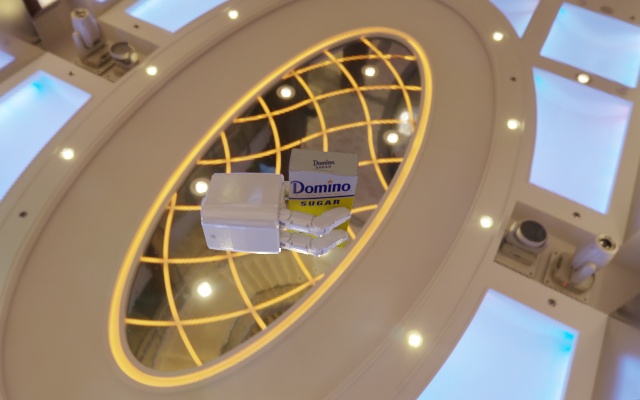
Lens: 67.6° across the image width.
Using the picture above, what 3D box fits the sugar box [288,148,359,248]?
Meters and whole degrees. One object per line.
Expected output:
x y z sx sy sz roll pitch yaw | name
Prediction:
0.000 0.003 0.695 0.093 0.048 0.176 5 -35 0 | sugar box
